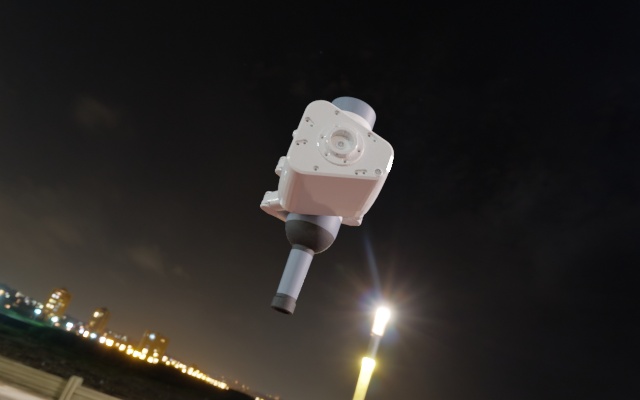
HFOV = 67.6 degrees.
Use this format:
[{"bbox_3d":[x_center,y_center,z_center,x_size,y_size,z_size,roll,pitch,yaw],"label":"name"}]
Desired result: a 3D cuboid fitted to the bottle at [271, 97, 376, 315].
[{"bbox_3d":[0.000,0.002,0.616,0.069,0.295,0.069,17,-24,8],"label":"bottle"}]
